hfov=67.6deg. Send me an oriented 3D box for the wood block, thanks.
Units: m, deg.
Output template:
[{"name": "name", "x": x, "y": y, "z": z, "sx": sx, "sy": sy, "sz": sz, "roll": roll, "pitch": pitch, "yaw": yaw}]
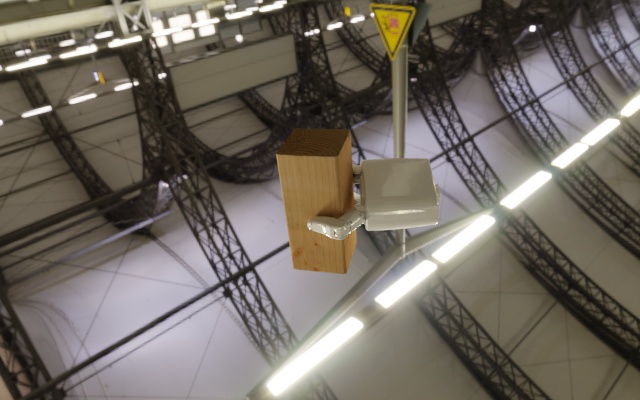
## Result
[{"name": "wood block", "x": 0.000, "y": 0.003, "z": 0.734, "sx": 0.090, "sy": 0.206, "sz": 0.090, "roll": 4, "pitch": 33, "yaw": 15}]
